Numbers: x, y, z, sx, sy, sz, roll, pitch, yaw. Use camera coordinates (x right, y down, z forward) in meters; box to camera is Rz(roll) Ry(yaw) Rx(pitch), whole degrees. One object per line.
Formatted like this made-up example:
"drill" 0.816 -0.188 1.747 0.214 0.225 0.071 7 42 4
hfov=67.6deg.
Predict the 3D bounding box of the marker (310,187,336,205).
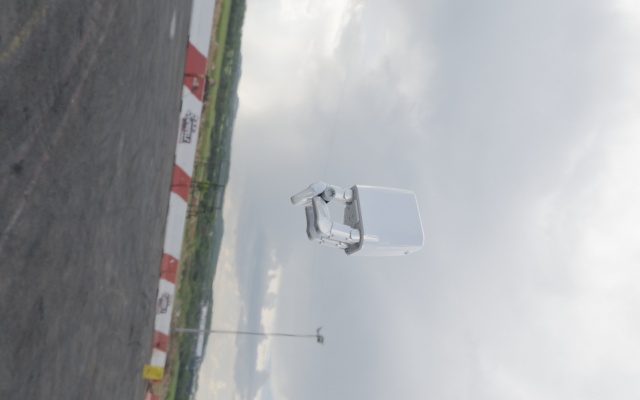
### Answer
"marker" 0.000 0.003 0.773 0.020 0.020 0.121 0 -14 -15
